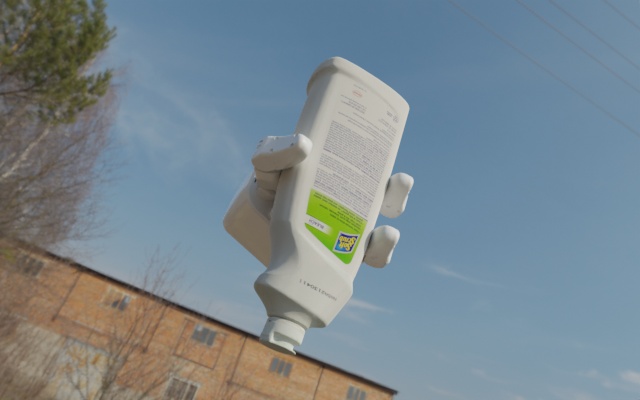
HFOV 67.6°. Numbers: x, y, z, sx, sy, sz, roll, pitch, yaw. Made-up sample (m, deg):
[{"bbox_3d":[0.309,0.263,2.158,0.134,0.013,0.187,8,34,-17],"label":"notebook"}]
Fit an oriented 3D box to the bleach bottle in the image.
[{"bbox_3d":[0.000,0.001,0.409,0.102,0.250,0.068,28,-27,-15],"label":"bleach bottle"}]
